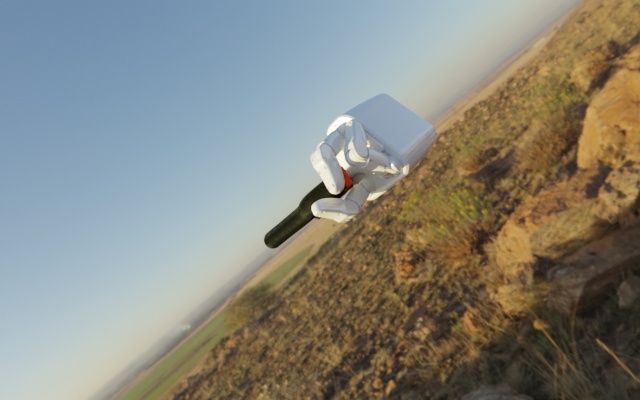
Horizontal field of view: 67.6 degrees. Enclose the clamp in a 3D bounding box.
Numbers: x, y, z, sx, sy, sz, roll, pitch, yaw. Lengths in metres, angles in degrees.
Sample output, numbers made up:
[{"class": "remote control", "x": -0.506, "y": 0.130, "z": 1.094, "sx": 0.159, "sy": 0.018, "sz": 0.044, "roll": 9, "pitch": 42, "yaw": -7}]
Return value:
[{"class": "clamp", "x": 0.000, "y": 0.002, "z": 0.646, "sx": 0.120, "sy": 0.039, "sz": 0.171, "roll": -40, "pitch": 0, "yaw": -44}]
